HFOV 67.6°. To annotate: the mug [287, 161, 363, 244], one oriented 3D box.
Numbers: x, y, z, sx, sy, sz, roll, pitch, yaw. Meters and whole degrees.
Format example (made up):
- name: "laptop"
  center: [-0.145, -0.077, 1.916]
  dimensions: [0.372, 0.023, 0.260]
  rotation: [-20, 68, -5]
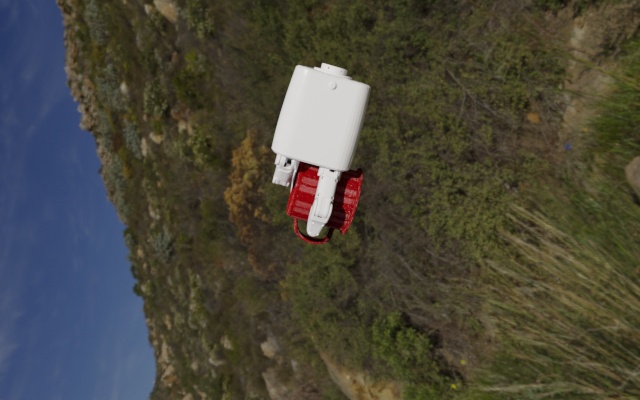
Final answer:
- name: "mug"
  center: [-0.001, 0.003, 0.639]
  dimensions: [0.081, 0.117, 0.093]
  rotation: [15, 15, -6]
